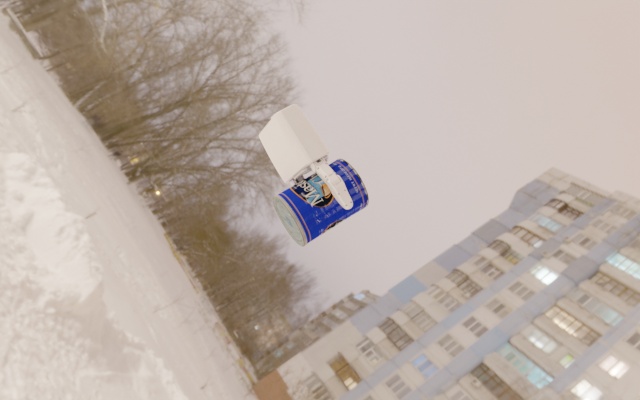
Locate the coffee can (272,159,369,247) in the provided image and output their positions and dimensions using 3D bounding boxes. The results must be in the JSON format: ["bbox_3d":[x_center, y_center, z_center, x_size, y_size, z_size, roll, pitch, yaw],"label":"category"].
[{"bbox_3d":[0.000,0.003,0.854,0.140,0.103,0.103,-31,10,-17],"label":"coffee can"}]
